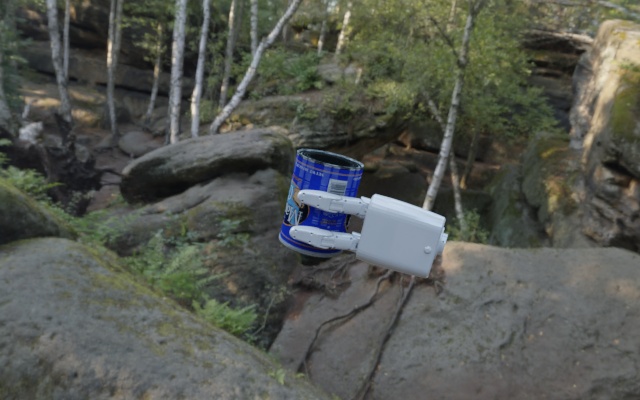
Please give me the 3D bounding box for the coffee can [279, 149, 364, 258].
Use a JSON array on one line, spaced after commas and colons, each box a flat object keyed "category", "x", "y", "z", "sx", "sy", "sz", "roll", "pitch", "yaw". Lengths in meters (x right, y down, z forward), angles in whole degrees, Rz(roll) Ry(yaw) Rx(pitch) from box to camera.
[{"category": "coffee can", "x": 0.000, "y": 0.002, "z": 0.729, "sx": 0.103, "sy": 0.140, "sz": 0.102, "roll": 12, "pitch": 15, "yaw": -3}]
